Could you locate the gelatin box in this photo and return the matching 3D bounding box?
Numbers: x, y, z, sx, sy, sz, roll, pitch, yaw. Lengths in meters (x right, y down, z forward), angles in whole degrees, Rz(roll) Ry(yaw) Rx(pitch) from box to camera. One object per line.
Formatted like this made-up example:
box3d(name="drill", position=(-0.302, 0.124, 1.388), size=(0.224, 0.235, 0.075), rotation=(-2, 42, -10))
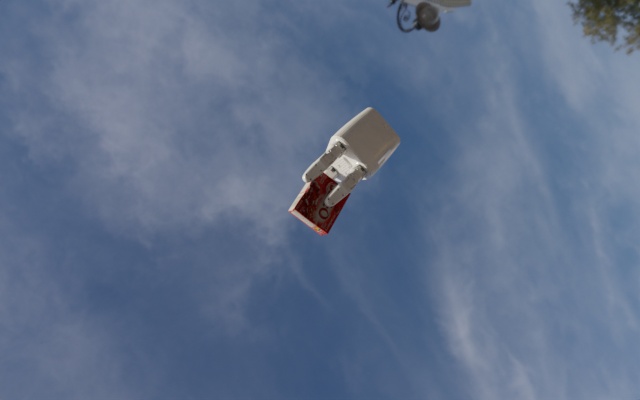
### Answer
box3d(name="gelatin box", position=(0.000, 0.003, 0.811), size=(0.073, 0.089, 0.030), rotation=(38, -23, -14))
